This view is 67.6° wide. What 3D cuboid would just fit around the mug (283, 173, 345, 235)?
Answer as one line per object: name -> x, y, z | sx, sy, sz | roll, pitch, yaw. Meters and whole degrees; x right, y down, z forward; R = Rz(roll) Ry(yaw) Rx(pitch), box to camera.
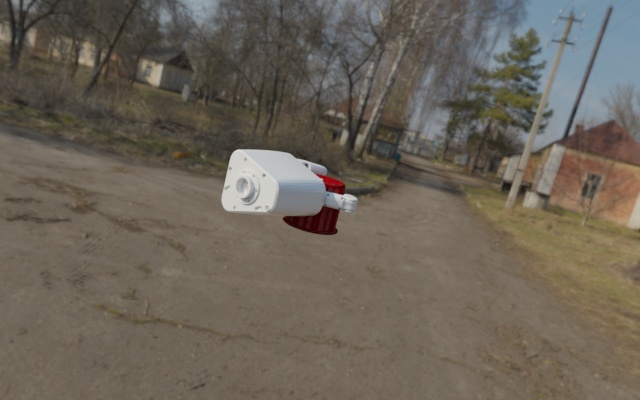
mug -> 0.001, 0.002, 0.787 | 0.093, 0.081, 0.117 | 22, 13, 35
